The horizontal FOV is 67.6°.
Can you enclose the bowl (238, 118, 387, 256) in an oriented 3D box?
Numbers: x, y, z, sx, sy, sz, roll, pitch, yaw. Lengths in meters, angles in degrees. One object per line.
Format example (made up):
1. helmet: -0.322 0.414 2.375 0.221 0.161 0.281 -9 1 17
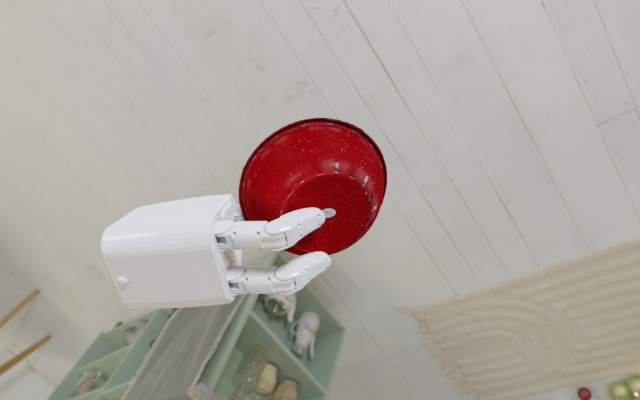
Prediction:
1. bowl: 0.001 0.001 0.484 0.162 0.162 0.055 0 29 -15
